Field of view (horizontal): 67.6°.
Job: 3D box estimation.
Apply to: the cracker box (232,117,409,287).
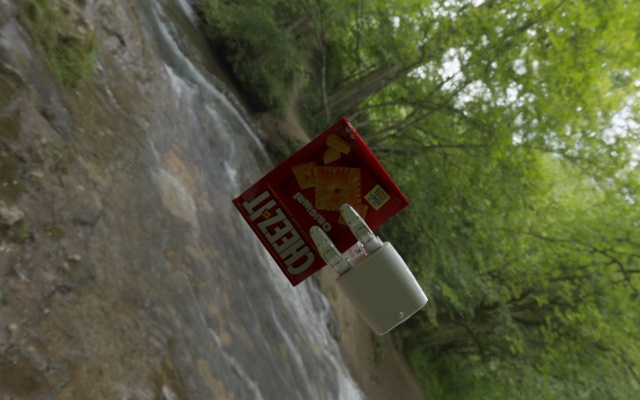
[{"bbox_3d":[0.000,0.002,0.728,0.214,0.164,0.072,-36,-2,3],"label":"cracker box"}]
